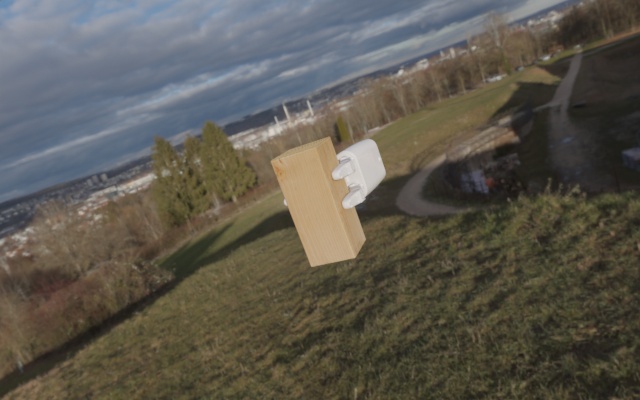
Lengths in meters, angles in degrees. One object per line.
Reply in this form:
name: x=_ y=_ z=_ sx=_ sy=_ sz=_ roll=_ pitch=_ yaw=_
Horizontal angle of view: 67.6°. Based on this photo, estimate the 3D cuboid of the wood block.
wood block: x=0.000 y=0.003 z=0.862 sx=0.091 sy=0.206 sz=0.090 roll=-15 pitch=13 yaw=23
